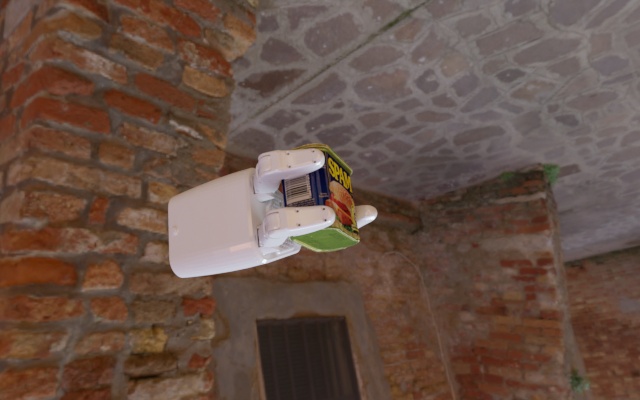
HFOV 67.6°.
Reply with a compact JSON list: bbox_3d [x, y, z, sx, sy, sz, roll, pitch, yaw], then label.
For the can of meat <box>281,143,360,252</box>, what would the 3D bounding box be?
[{"bbox_3d":[0.000,0.002,0.484,0.057,0.084,0.102,-14,-20,19],"label":"can of meat"}]
